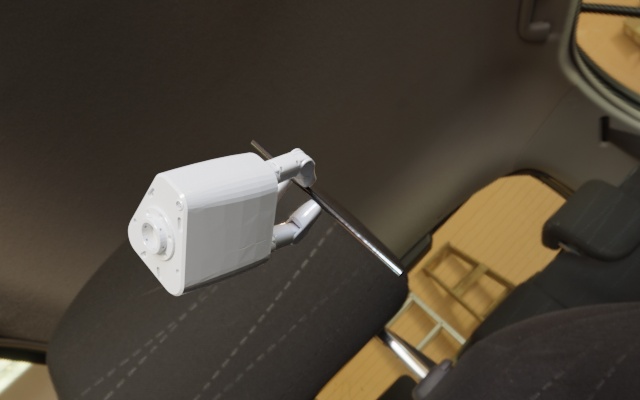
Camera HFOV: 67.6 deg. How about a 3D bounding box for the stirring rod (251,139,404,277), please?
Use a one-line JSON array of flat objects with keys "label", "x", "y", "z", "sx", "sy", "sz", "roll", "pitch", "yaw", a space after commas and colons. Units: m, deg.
[{"label": "stirring rod", "x": 0.000, "y": 0.002, "z": 0.532, "sx": 0.239, "sy": 0.011, "sz": 0.011, "roll": 42, "pitch": 20, "yaw": 24}]
